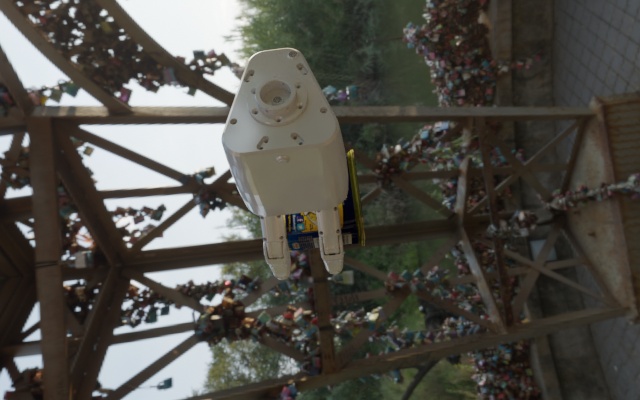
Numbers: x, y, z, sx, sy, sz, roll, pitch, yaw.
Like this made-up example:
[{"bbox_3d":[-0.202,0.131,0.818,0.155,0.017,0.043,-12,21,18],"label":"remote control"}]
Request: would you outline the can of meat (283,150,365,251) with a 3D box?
[{"bbox_3d":[0.000,0.002,0.513,0.084,0.102,0.057,-7,-22,1],"label":"can of meat"}]
